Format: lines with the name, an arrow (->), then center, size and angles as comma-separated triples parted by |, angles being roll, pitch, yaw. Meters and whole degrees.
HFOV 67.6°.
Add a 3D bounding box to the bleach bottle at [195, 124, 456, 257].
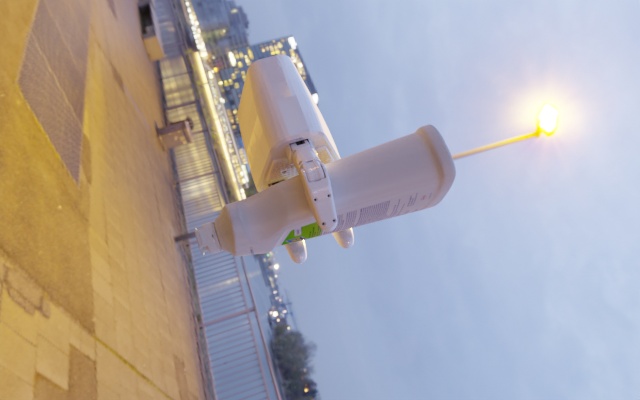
bleach bottle -> 0.000, 0.002, 0.477 | 0.251, 0.068, 0.103 | -17, -22, -8
